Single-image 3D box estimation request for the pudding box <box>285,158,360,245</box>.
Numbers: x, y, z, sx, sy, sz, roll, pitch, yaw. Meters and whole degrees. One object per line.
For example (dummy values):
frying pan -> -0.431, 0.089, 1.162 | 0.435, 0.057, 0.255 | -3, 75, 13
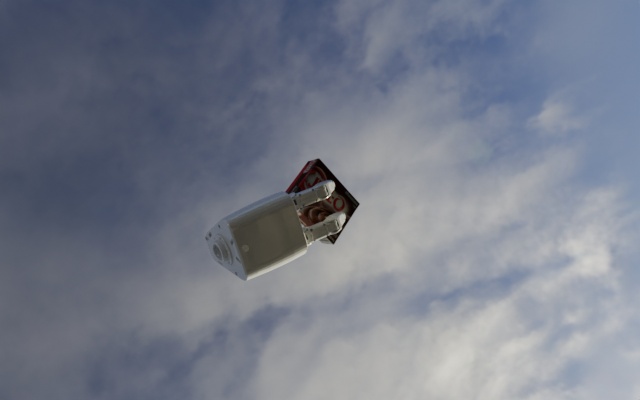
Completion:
pudding box -> 0.000, 0.003, 0.773 | 0.113, 0.090, 0.039 | 48, -28, -25
